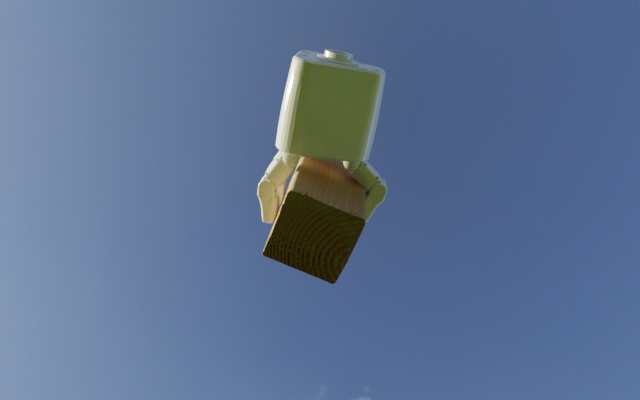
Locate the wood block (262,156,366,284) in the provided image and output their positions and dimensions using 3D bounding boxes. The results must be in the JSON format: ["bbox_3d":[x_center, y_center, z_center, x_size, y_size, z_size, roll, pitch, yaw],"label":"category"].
[{"bbox_3d":[0.001,0.002,0.607,0.091,0.090,0.206,22,23,-4],"label":"wood block"}]
